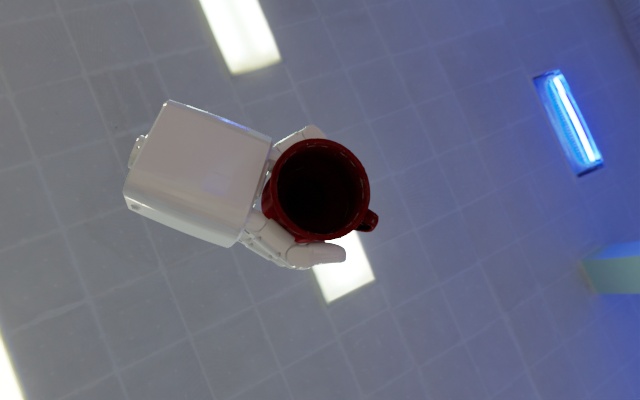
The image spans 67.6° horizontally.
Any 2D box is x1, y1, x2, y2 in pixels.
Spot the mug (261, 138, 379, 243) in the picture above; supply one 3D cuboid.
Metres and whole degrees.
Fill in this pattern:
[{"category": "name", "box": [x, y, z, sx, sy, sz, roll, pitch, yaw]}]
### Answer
[{"category": "mug", "box": [0.001, 0.002, 0.460, 0.117, 0.093, 0.081, 22, -17, -13]}]
